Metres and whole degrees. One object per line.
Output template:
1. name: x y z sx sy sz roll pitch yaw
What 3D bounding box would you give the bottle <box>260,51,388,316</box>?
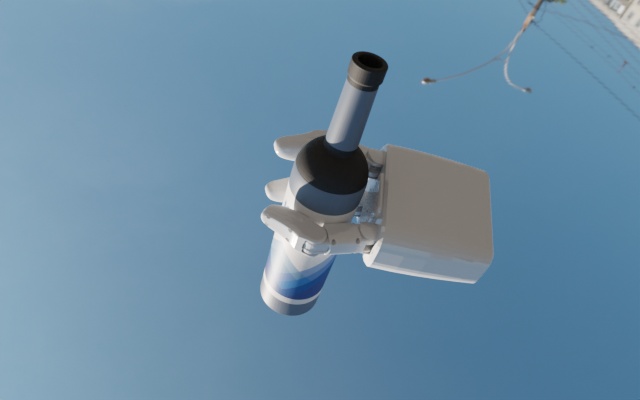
1. bottle: 0.000 0.002 0.440 0.069 0.069 0.296 0 -43 -19
